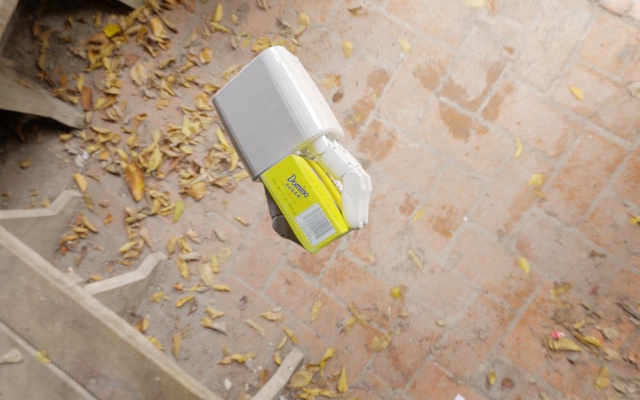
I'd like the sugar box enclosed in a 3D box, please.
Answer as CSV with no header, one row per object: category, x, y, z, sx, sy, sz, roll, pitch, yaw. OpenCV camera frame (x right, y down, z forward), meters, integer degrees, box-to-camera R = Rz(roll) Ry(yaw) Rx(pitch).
sugar box,0.000,0.001,0.537,0.048,0.093,0.176,-33,-5,13
